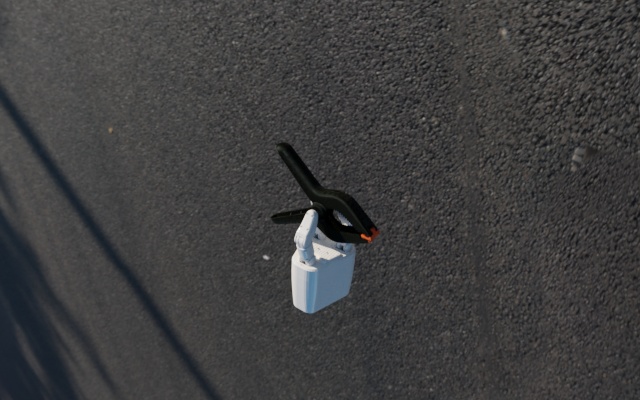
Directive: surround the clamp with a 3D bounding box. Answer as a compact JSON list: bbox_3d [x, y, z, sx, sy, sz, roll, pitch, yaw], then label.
[{"bbox_3d":[0.000,0.003,0.773,0.210,0.165,0.036,23,40,28],"label":"clamp"}]
